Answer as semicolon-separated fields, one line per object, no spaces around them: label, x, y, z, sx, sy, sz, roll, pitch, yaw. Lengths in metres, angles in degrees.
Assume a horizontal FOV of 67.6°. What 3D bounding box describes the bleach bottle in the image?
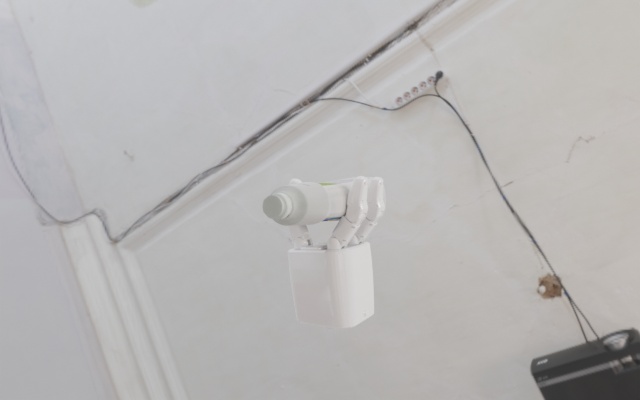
bleach bottle;0.000;0.002;0.662;0.102;0.068;0.251;-6;0;30
